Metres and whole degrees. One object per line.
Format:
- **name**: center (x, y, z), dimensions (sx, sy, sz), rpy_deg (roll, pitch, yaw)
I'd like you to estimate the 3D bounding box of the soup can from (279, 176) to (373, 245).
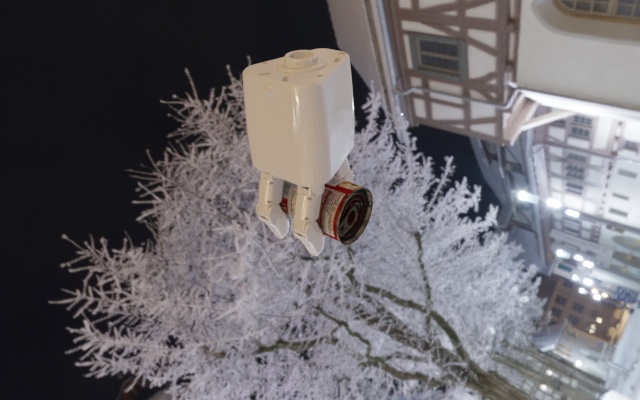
- **soup can**: center (0.000, 0.002, 0.557), dimensions (0.102, 0.068, 0.068), rpy_deg (22, 12, 33)
